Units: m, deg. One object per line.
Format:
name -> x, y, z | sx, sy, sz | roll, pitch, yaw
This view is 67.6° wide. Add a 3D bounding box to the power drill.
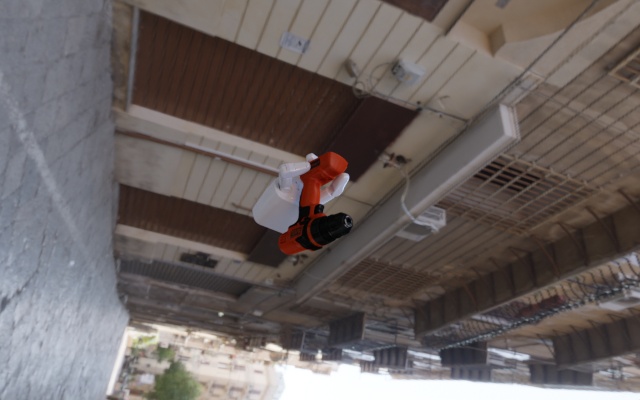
power drill -> 0.000, 0.003, 0.900 | 0.057, 0.187, 0.184 | 33, -36, -31
